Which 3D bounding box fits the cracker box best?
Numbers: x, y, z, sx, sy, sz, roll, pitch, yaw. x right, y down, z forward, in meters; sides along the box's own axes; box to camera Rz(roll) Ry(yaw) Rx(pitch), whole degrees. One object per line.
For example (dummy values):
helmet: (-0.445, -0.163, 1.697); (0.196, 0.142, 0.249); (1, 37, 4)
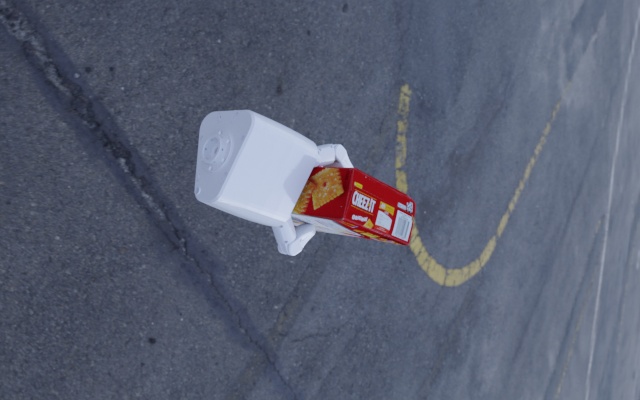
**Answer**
cracker box: (0.000, 0.002, 0.665); (0.213, 0.072, 0.164); (7, -10, 40)
